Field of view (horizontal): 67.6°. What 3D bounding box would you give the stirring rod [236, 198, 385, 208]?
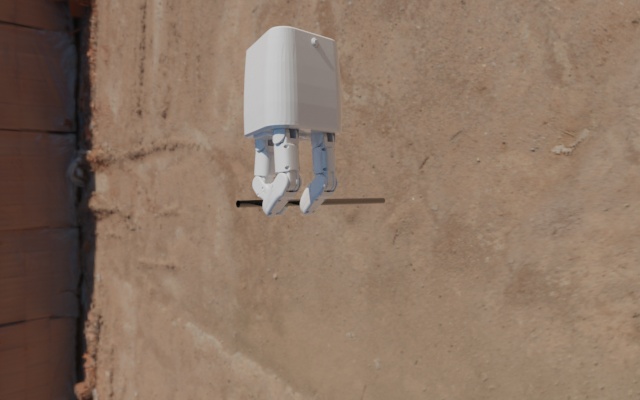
[{"bbox_3d":[0.000,0.002,0.590,0.239,0.011,0.011,-1,1,-43],"label":"stirring rod"}]
